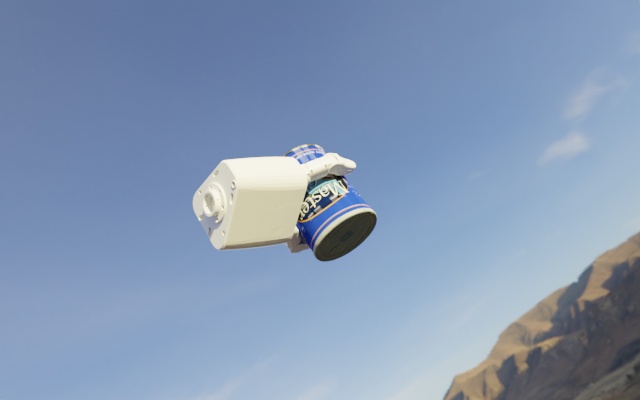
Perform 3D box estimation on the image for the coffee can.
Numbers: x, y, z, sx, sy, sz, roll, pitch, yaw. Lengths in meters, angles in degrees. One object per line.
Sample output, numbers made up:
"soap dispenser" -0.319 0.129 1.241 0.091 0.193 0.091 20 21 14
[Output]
"coffee can" 0.000 0.002 0.691 0.103 0.103 0.140 0 44 -47
